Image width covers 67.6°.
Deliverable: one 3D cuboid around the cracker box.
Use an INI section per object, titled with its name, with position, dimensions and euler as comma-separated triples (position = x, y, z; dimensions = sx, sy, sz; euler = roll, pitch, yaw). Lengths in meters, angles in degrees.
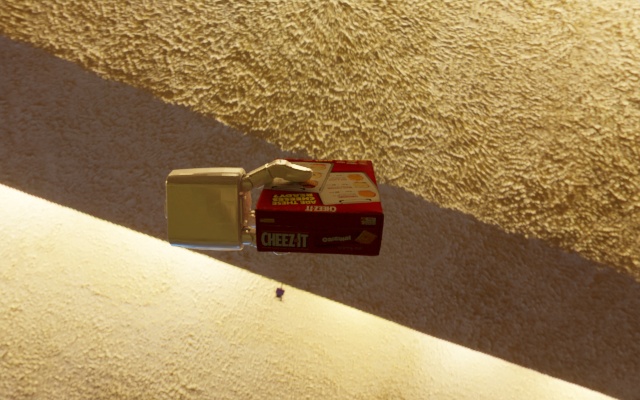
[cracker box]
position = 0.000, 0.002, 0.703
dimensions = 0.164, 0.072, 0.213
euler = 1, 23, 1
